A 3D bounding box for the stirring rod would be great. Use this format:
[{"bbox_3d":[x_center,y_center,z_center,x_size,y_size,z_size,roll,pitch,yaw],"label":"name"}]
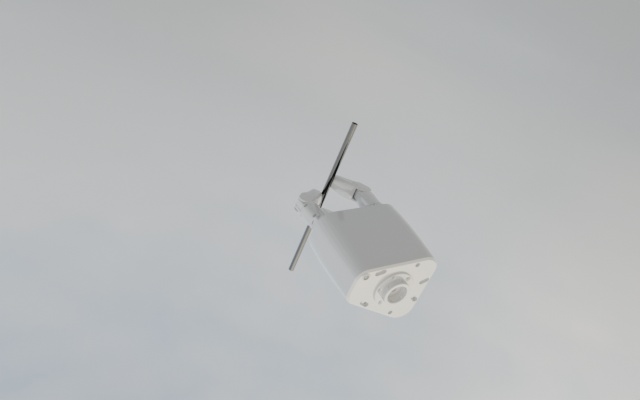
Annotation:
[{"bbox_3d":[0.000,0.002,0.657,0.011,0.240,0.011,19,25,-9],"label":"stirring rod"}]
